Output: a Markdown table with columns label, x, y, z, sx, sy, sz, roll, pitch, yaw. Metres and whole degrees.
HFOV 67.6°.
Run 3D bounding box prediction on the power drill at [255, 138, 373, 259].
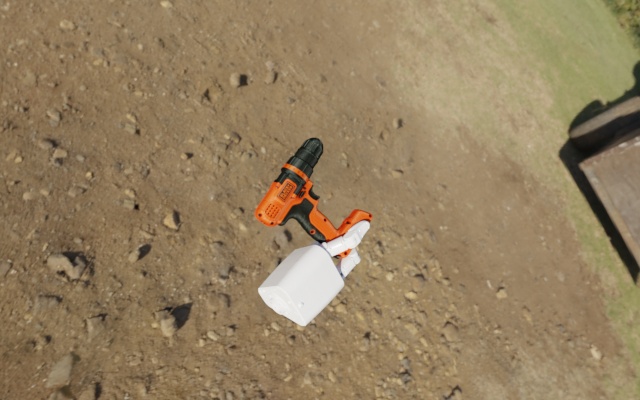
| label | x | y | z | sx | sy | sz | roll | pitch | yaw |
| --- | --- | --- | --- | --- | --- | --- | --- | --- | --- |
| power drill | 0.000 | 0.003 | 0.869 | 0.188 | 0.184 | 0.057 | 36 | -11 | -11 |
